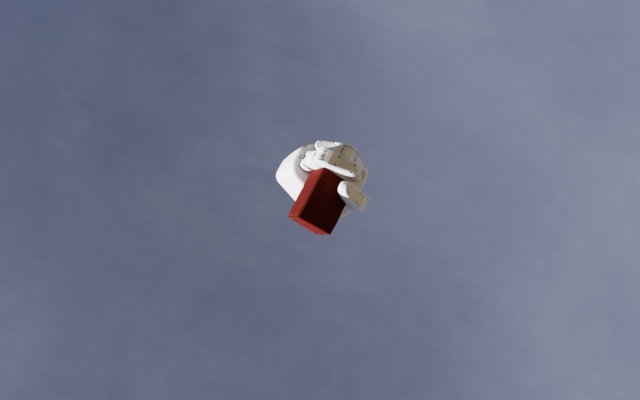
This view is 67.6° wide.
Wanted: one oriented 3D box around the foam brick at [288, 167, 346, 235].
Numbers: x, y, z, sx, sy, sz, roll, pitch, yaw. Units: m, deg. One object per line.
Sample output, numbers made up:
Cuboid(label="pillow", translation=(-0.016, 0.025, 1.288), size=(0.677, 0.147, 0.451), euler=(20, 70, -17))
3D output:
Cuboid(label="foam brick", translation=(0.000, 0.002, 0.653), size=(0.053, 0.078, 0.051), euler=(32, -15, -17))
